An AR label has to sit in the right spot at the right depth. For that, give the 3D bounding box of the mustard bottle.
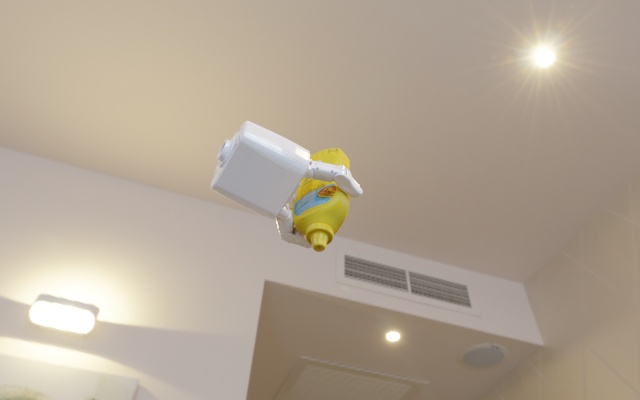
[{"bbox_3d":[0.000,0.002,0.755,0.096,0.191,0.058,-25,-52,23],"label":"mustard bottle"}]
